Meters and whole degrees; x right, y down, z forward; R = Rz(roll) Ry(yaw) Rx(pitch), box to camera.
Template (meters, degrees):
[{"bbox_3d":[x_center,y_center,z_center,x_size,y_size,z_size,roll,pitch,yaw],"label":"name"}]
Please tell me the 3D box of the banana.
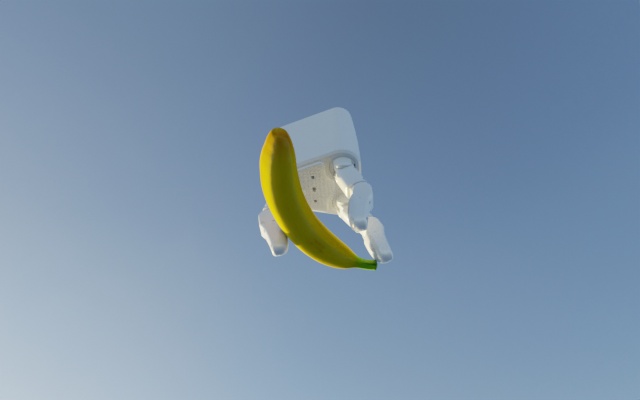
[{"bbox_3d":[-0.014,0.011,0.480,0.069,0.198,0.037,-23,36,19],"label":"banana"}]
